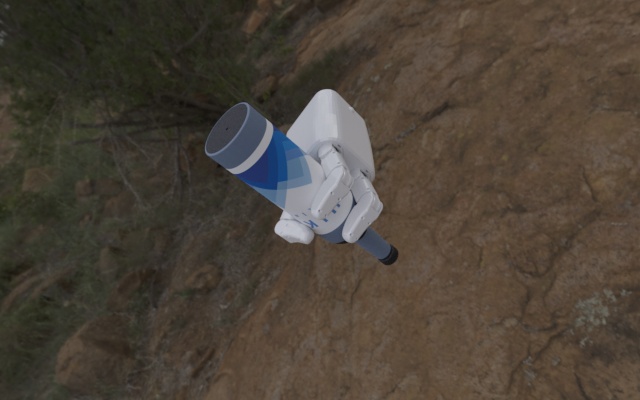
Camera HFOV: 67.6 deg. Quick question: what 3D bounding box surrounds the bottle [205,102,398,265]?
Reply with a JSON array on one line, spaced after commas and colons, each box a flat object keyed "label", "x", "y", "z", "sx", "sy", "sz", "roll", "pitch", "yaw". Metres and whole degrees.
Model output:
[{"label": "bottle", "x": 0.000, "y": 0.002, "z": 0.565, "sx": 0.069, "sy": 0.069, "sz": 0.296, "roll": 0, "pitch": -30, "yaw": 48}]
